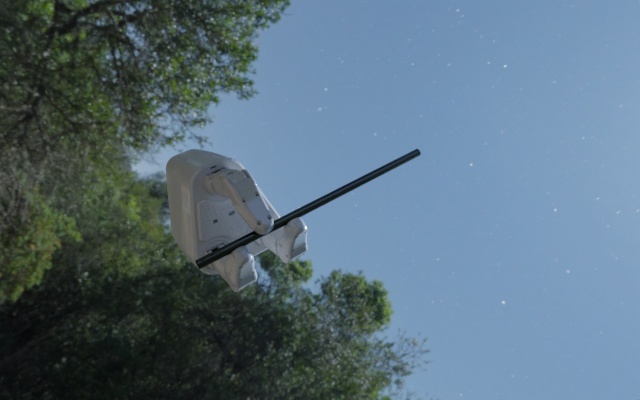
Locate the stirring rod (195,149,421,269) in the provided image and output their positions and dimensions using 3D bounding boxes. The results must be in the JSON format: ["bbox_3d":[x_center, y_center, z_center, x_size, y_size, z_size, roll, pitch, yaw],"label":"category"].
[{"bbox_3d":[0.000,0.001,0.429,0.239,0.011,0.011,-27,12,-24],"label":"stirring rod"}]
